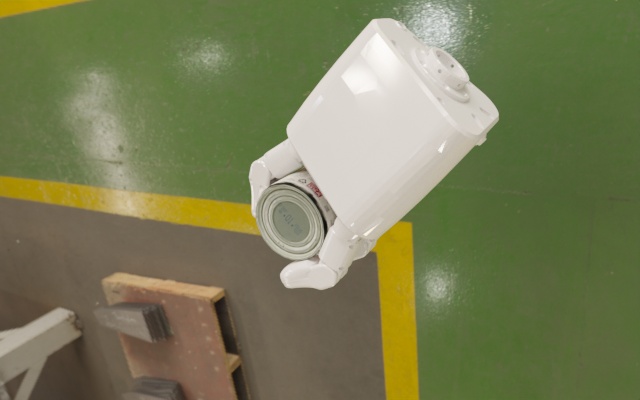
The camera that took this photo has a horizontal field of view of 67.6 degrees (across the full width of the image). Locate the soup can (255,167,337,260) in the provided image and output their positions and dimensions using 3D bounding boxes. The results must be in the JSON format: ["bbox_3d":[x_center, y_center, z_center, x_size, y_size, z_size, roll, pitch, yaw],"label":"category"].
[{"bbox_3d":[0.000,0.002,0.415,0.068,0.068,0.102,0,20,32],"label":"soup can"}]
